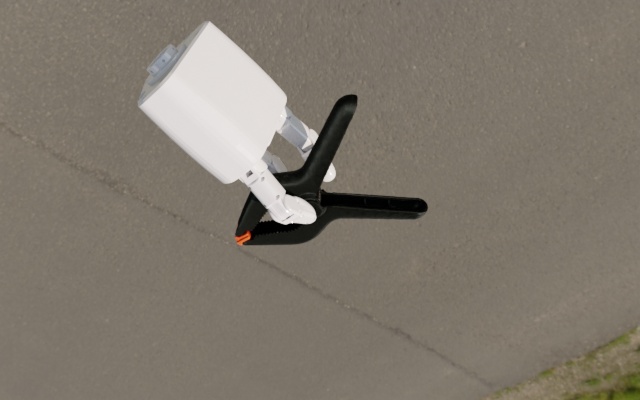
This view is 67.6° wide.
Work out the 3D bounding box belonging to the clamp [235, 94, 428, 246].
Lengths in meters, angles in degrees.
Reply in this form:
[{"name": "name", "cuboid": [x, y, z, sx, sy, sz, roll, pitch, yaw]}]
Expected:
[{"name": "clamp", "cuboid": [-0.001, 0.002, 0.515, 0.210, 0.036, 0.165, -32, -59, 24]}]
